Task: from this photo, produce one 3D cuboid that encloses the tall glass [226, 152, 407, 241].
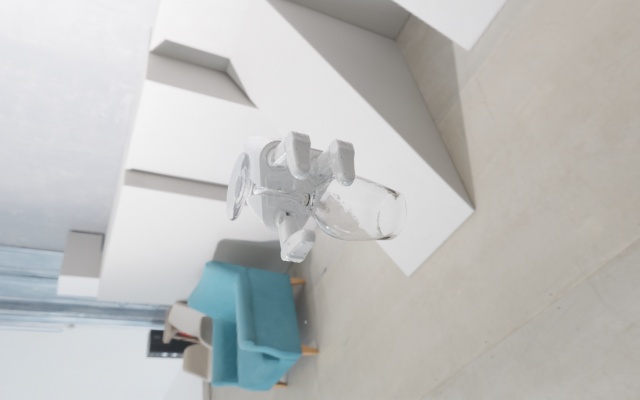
[{"bbox_3d":[0.000,0.002,0.547,0.201,0.079,0.079,11,-5,-25],"label":"tall glass"}]
